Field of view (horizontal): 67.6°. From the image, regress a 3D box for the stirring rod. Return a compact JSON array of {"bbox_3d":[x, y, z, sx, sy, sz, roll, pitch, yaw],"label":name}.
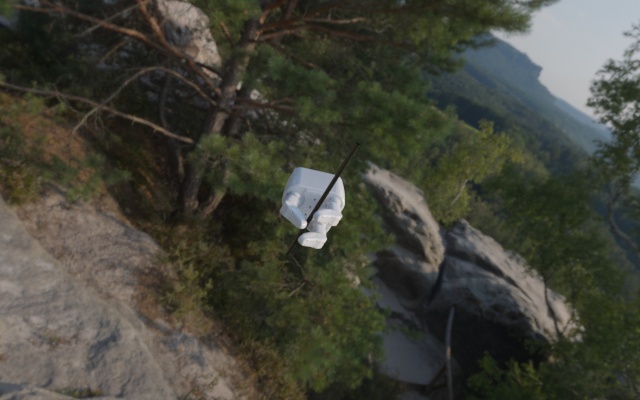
[{"bbox_3d":[0.000,0.003,0.813,0.011,0.240,0.011,27,23,-13],"label":"stirring rod"}]
